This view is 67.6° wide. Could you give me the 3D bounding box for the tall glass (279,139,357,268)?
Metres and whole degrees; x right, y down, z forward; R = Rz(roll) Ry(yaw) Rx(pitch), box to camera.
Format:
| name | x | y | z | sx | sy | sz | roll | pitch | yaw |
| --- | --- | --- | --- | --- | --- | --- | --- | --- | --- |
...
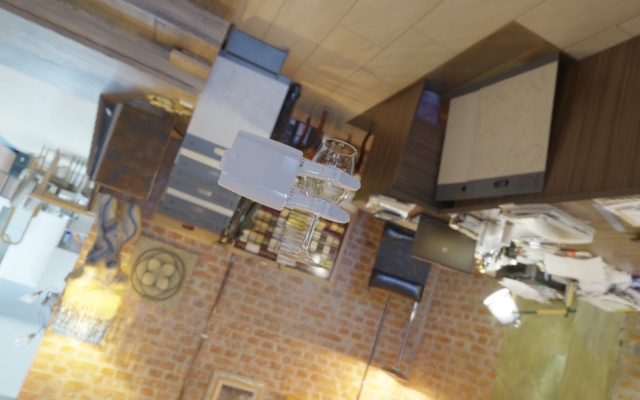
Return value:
| name | x | y | z | sx | sy | sz | roll | pitch | yaw |
| --- | --- | --- | --- | --- | --- | --- | --- | --- | --- |
| tall glass | 0.000 | 0.003 | 0.775 | 0.079 | 0.201 | 0.079 | 19 | -12 | 4 |
